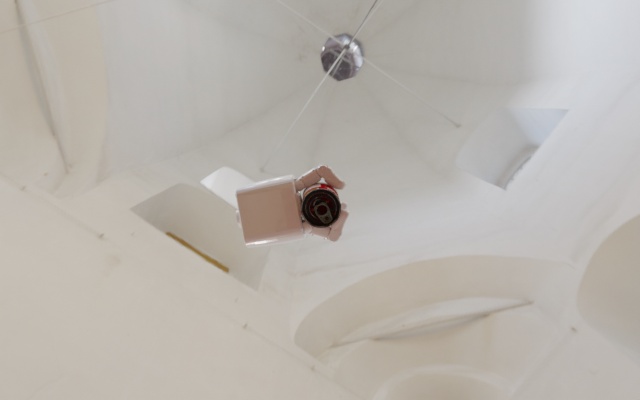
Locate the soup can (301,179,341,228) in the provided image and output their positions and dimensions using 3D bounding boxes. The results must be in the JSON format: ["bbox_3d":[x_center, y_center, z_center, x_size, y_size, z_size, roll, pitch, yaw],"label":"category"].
[{"bbox_3d":[0.001,0.002,0.844,0.068,0.068,0.102,0,13,-1],"label":"soup can"}]
